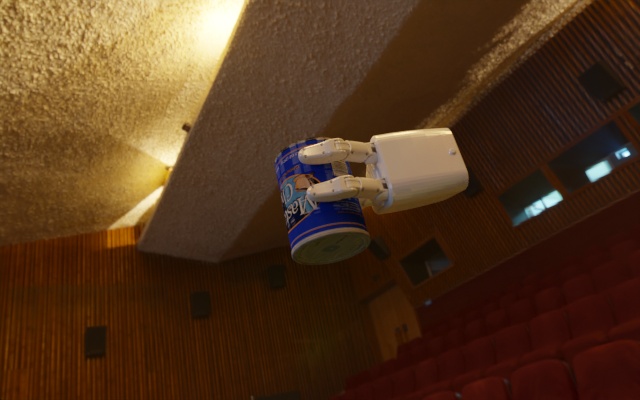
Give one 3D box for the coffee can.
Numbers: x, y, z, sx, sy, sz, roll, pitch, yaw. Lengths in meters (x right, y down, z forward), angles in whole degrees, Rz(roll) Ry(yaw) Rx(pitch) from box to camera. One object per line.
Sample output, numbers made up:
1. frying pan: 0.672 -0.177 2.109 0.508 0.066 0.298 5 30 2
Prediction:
1. coffee can: 0.000 0.002 0.637 0.103 0.140 0.103 -11 -26 -5
